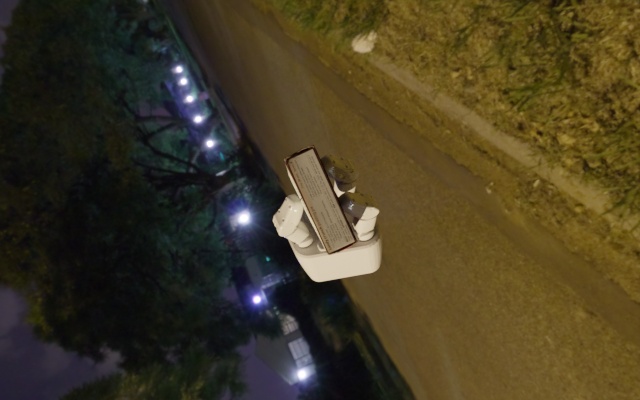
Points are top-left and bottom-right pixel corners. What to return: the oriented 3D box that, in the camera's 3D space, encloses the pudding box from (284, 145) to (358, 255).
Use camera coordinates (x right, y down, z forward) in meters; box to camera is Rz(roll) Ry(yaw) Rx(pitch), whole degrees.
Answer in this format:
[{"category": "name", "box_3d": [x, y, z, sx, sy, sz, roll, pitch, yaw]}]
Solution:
[{"category": "pudding box", "box_3d": [0.000, 0.002, 0.528, 0.039, 0.113, 0.090, -26, -1, -3]}]
